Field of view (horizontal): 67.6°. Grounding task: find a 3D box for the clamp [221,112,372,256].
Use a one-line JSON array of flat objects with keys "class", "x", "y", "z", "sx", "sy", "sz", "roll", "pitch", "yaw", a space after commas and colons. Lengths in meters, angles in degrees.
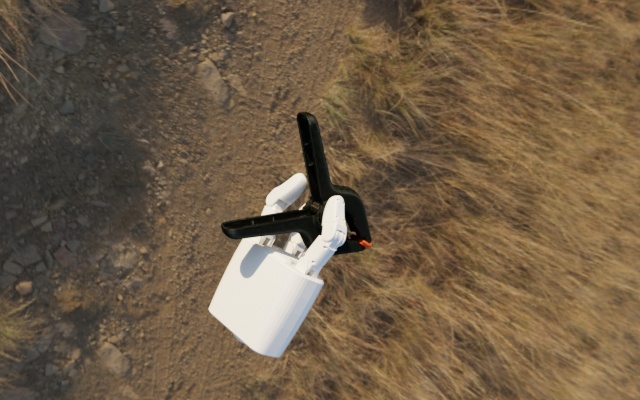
[{"class": "clamp", "x": 0.001, "y": 0.003, "z": 0.584, "sx": 0.210, "sy": 0.164, "sz": 0.036, "roll": 28, "pitch": 2, "yaw": -40}]
